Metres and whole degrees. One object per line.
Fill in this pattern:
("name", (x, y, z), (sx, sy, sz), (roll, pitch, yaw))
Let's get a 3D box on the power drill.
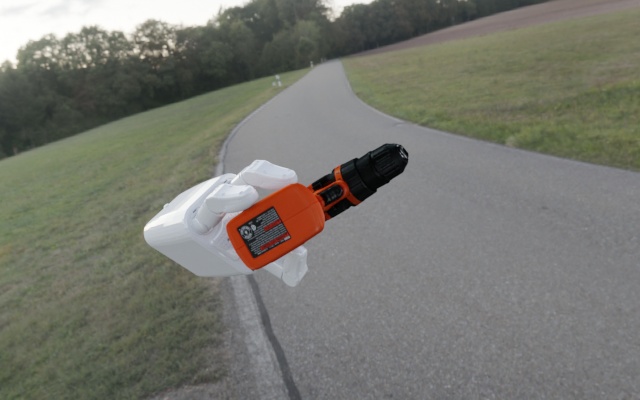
("power drill", (0.000, 0.002, 0.519), (0.184, 0.057, 0.187), (-33, -3, 26))
